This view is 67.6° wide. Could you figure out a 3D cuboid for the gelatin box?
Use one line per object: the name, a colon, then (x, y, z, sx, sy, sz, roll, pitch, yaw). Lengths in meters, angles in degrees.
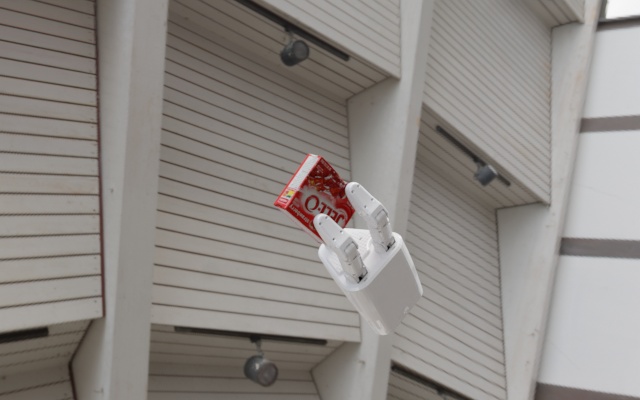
gelatin box: (0.000, 0.002, 0.554, 0.089, 0.073, 0.030, 43, -15, -35)
